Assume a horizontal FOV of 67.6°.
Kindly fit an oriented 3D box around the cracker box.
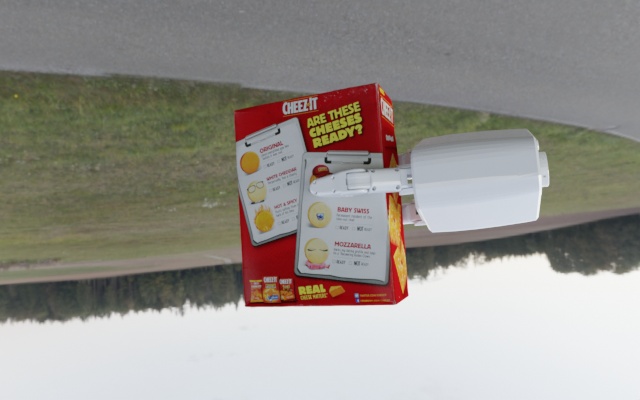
[{"bbox_3d":[0.000,0.002,0.506,0.164,0.213,0.072,-6,-6,21],"label":"cracker box"}]
